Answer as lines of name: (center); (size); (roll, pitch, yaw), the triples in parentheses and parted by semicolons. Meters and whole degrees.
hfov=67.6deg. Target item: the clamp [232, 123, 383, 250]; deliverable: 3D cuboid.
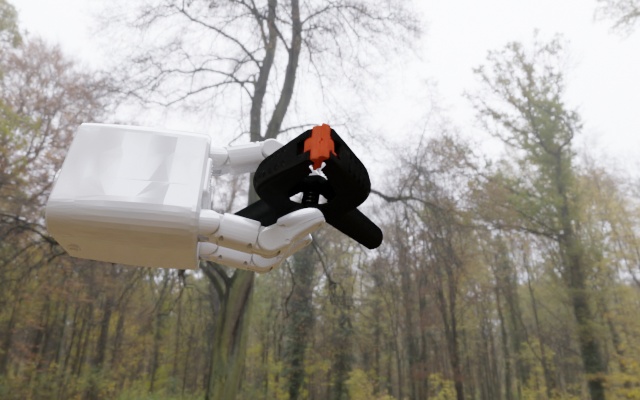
clamp: (0.000, 0.000, 0.419); (0.164, 0.036, 0.210); (6, -24, -11)
